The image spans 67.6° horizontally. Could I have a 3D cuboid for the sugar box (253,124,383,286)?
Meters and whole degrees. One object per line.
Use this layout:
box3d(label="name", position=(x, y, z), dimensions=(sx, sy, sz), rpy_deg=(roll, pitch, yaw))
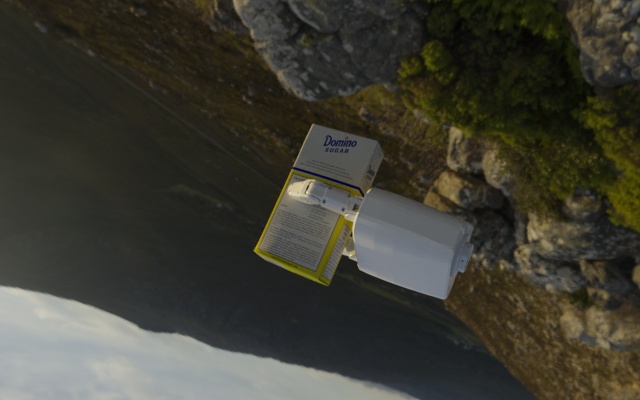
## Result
box3d(label="sugar box", position=(0.000, 0.002, 0.572), dimensions=(0.093, 0.176, 0.048), rpy_deg=(20, -15, 24))
